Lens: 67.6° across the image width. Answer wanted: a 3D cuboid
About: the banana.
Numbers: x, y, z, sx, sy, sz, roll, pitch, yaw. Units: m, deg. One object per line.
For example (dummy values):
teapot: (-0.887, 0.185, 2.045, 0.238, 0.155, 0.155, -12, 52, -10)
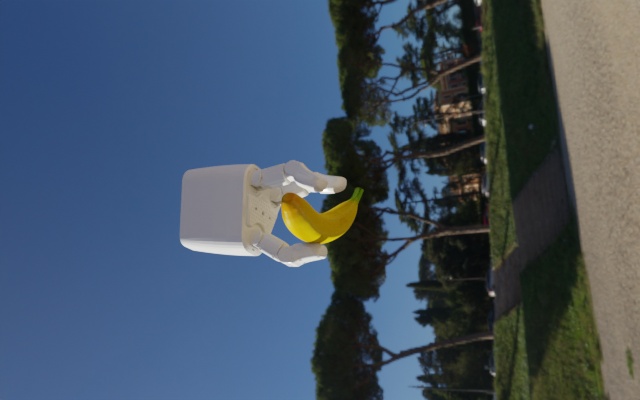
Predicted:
banana: (0.000, 0.020, 0.583, 0.037, 0.069, 0.198, 7, 6, 25)
